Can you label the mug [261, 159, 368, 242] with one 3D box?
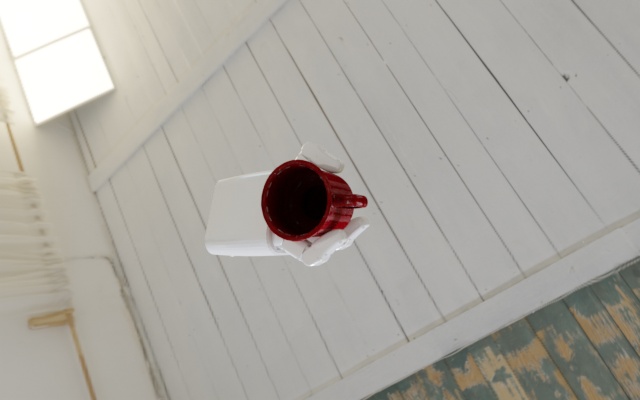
[{"bbox_3d":[0.001,0.002,0.567,0.117,0.093,0.081,-5,-6,28],"label":"mug"}]
